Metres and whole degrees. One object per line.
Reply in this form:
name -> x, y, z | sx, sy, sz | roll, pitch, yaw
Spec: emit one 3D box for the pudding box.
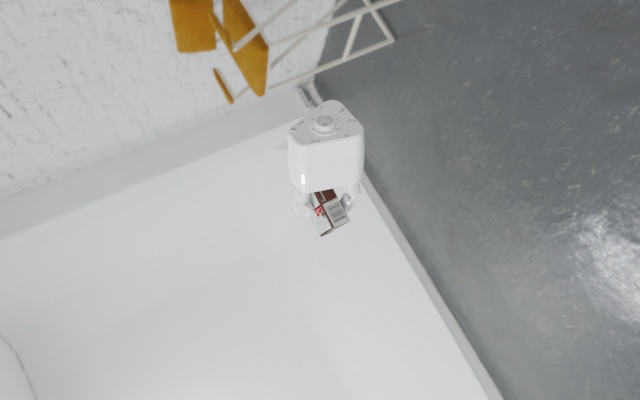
pudding box -> 0.000, 0.003, 0.856 | 0.039, 0.113, 0.090 | -24, -6, -18
